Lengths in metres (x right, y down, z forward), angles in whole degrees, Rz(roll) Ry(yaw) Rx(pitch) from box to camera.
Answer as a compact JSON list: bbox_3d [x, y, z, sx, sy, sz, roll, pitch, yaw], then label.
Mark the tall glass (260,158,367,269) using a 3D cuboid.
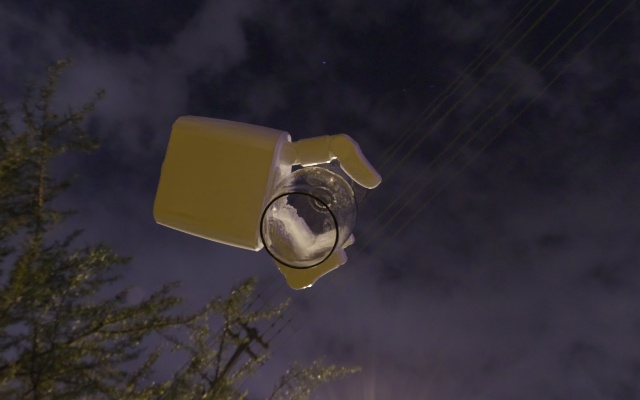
[{"bbox_3d":[0.000,0.001,0.458,0.079,0.079,0.201,0,13,10],"label":"tall glass"}]
